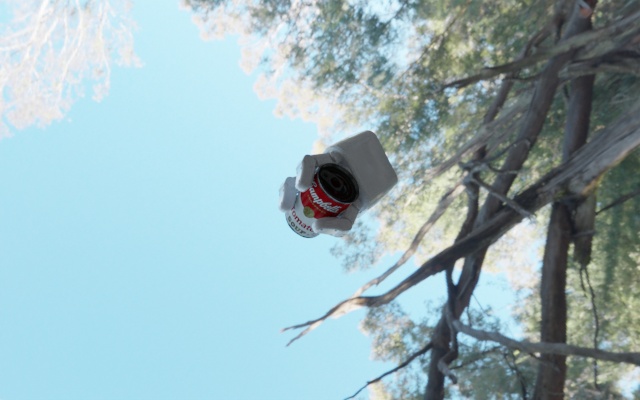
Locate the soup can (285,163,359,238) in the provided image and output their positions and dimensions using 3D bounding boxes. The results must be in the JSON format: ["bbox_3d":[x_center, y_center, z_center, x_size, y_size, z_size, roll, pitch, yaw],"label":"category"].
[{"bbox_3d":[0.000,0.003,0.694,0.068,0.068,0.102,0,-32,-37],"label":"soup can"}]
